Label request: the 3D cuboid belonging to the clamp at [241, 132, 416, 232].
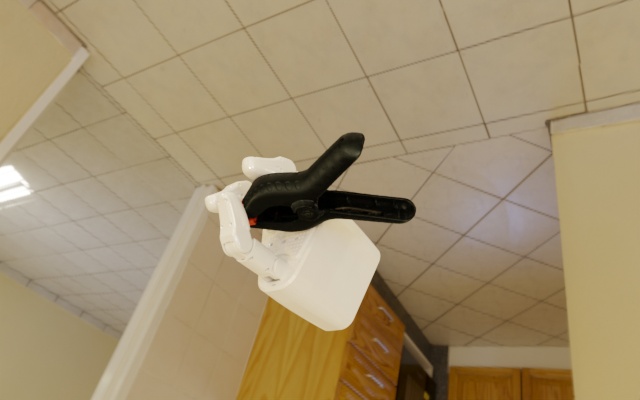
[{"bbox_3d":[0.000,0.002,0.446,0.171,0.039,0.120,-17,-46,37],"label":"clamp"}]
